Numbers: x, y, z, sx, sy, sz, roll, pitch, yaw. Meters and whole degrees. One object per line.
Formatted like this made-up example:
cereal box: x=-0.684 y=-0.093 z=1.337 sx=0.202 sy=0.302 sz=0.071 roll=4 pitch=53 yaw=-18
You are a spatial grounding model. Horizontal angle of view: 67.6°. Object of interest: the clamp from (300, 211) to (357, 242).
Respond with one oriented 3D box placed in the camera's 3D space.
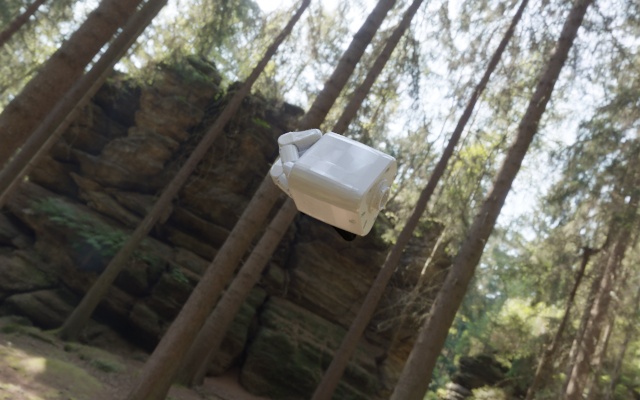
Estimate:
clamp: x=0.000 y=0.002 z=0.751 sx=0.120 sy=0.039 sz=0.172 roll=26 pitch=-19 yaw=24
